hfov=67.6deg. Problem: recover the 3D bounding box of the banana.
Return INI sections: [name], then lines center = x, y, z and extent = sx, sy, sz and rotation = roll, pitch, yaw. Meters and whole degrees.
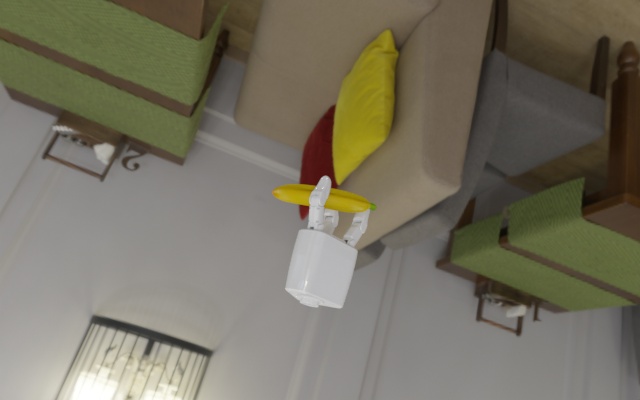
[banana]
center = 0.002, -0.002, 0.865
extent = 0.198, 0.037, 0.070
rotation = 11, -16, 8
